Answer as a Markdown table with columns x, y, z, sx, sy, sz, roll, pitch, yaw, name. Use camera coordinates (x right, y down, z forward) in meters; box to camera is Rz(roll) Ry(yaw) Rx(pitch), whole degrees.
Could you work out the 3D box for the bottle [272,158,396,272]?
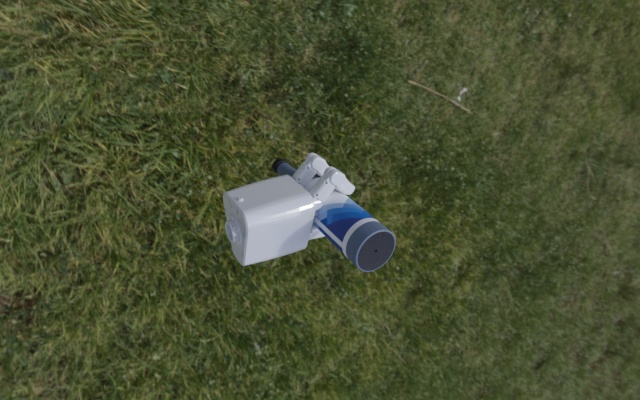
| x | y | z | sx | sy | sz | roll | pitch | yaw | name |
| --- | --- | --- | --- | --- | --- | --- | --- | --- | --- |
| 0.000 | 0.003 | 0.748 | 0.069 | 0.069 | 0.295 | 0 | 27 | -35 | bottle |
